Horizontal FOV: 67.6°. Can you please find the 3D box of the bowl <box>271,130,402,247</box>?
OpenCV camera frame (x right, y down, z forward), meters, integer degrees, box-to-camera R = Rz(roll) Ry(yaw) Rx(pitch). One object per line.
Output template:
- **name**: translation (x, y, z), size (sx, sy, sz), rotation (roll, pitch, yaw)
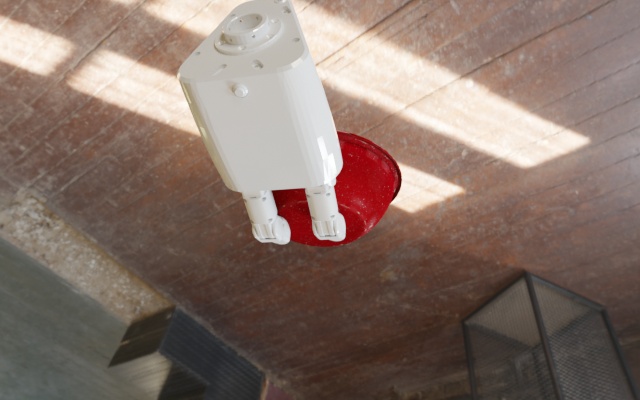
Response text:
- **bowl**: translation (0.001, 0.003, 0.475), size (0.162, 0.055, 0.162), rotation (3, -32, 2)
